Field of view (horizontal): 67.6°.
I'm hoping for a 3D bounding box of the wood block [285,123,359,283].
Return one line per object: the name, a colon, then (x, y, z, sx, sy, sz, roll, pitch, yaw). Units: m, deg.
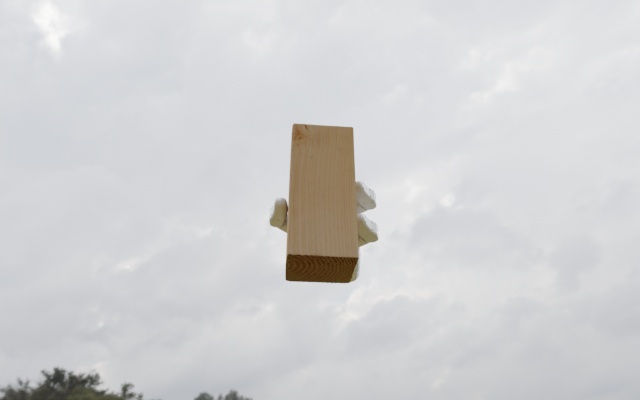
wood block: (0.000, 0.002, 0.669, 0.091, 0.206, 0.090, 2, -31, -4)
